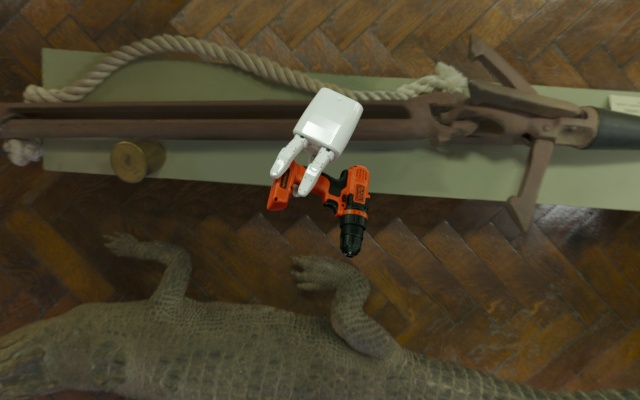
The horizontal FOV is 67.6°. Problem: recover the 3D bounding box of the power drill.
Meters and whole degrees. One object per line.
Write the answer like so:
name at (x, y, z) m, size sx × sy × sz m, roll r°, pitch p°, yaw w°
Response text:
power drill at (0.000, 0.003, 0.884) m, size 0.187 × 0.184 × 0.057 m, roll 15°, pitch -28°, yaw -14°
